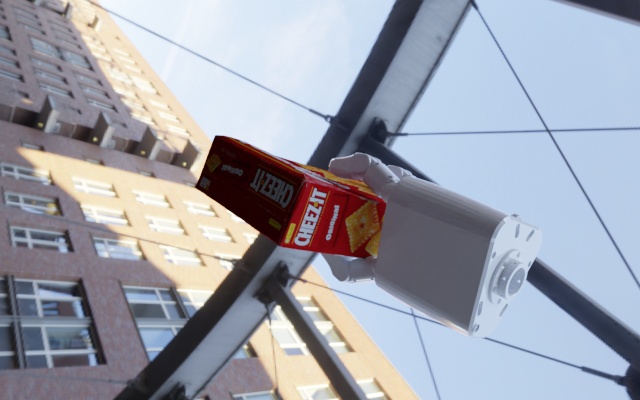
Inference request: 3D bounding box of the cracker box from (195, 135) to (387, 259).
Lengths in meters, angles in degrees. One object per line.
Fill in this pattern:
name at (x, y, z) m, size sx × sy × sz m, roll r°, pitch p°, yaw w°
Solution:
cracker box at (0.000, 0.002, 0.524) m, size 0.214 × 0.072 × 0.164 m, roll 15°, pitch 8°, yaw -45°
